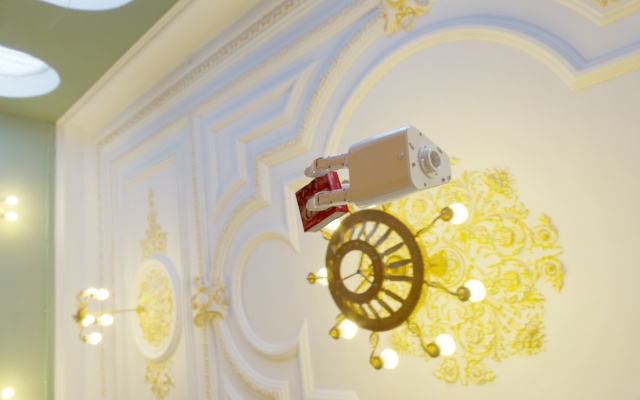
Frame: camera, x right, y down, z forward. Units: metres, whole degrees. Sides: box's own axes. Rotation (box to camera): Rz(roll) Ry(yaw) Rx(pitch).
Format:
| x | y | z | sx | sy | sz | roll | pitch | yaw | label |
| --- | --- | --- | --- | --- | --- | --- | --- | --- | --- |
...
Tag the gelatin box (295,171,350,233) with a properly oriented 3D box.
| x | y | z | sx | sy | sz | roll | pitch | yaw | label |
| --- | --- | --- | --- | --- | --- | --- | --- | --- | --- |
| 0.000 | 0.003 | 0.774 | 0.030 | 0.073 | 0.089 | 4 | -27 | -40 | gelatin box |
